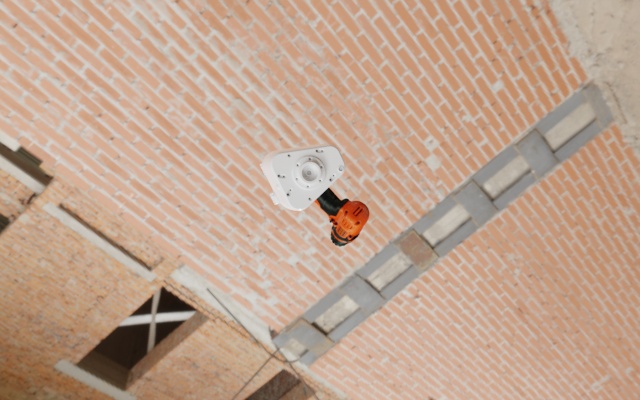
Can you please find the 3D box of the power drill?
[{"bbox_3d":[0.000,0.003,0.882,0.187,0.057,0.184,40,-21,6],"label":"power drill"}]
